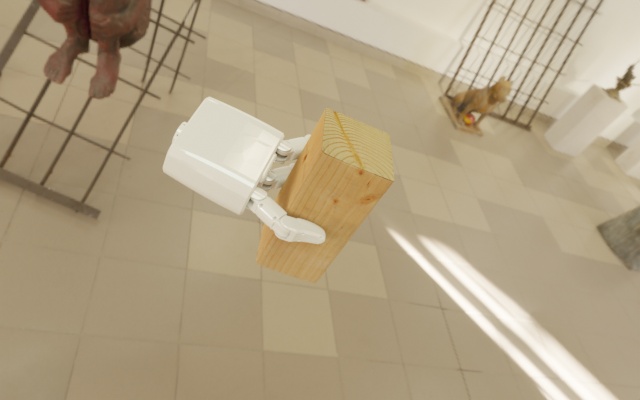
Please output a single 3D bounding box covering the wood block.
[{"bbox_3d":[0.000,0.002,0.603,0.090,0.090,0.206,21,-49,-14],"label":"wood block"}]
